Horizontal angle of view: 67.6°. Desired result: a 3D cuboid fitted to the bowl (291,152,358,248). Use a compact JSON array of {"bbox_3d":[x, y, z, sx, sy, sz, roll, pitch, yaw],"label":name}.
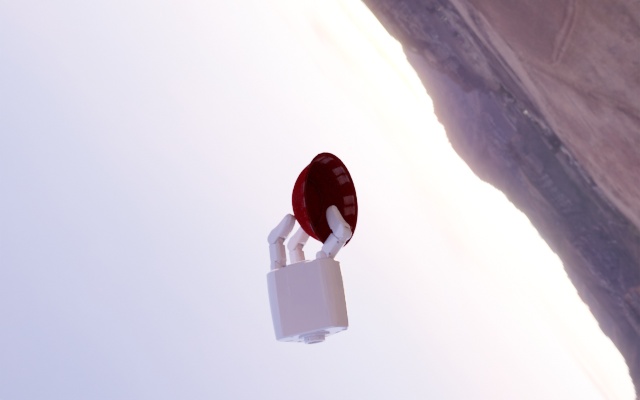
[{"bbox_3d":[0.000,0.002,0.797,0.055,0.162,0.162,-8,-5,34],"label":"bowl"}]
